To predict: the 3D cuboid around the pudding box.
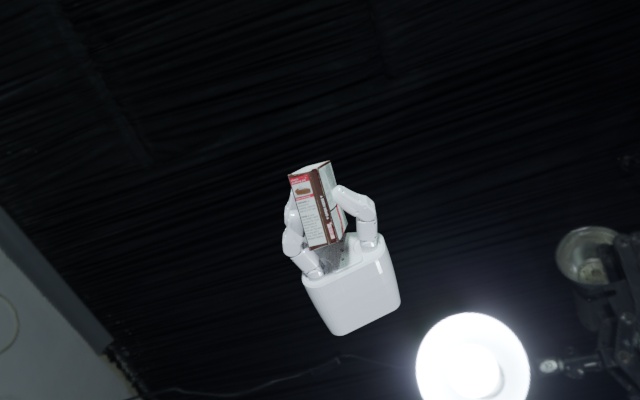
[{"bbox_3d":[0.000,0.002,0.575,0.039,0.090,0.113,-16,6,9],"label":"pudding box"}]
